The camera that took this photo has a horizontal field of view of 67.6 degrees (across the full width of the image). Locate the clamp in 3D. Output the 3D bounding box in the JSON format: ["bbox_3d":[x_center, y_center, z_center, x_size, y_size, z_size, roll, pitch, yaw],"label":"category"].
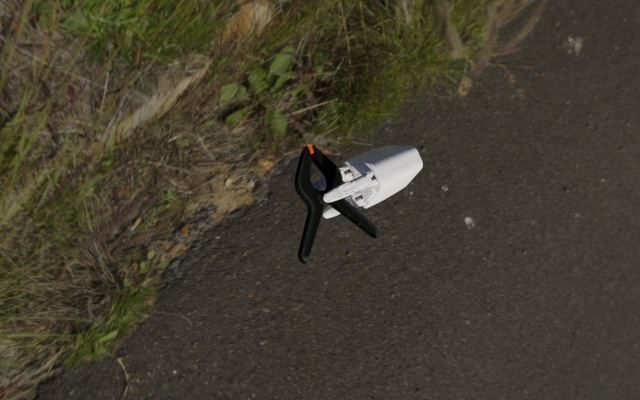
[{"bbox_3d":[0.000,0.002,0.864,0.164,0.210,0.036,-25,1,-26],"label":"clamp"}]
